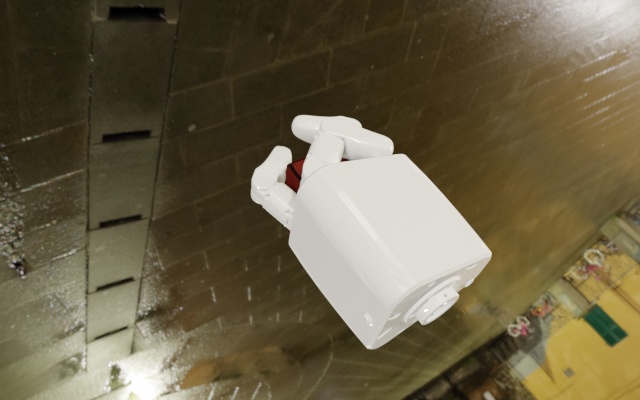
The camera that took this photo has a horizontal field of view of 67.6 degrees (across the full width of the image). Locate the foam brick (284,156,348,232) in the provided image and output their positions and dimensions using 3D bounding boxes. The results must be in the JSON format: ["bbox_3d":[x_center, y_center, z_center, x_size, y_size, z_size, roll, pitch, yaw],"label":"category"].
[{"bbox_3d":[0.000,0.001,0.429,0.053,0.051,0.078,-24,-31,-26],"label":"foam brick"}]
